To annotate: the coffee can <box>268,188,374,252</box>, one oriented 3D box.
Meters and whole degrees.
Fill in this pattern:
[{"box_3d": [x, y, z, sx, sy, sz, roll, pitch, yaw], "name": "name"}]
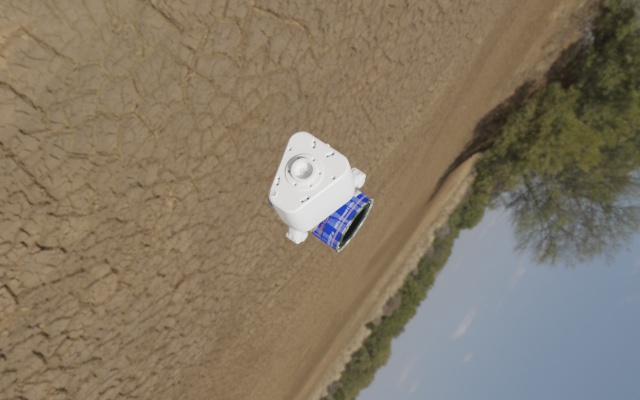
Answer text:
[{"box_3d": [0.000, 0.003, 0.778, 0.140, 0.103, 0.103, 34, 9, 14], "name": "coffee can"}]
